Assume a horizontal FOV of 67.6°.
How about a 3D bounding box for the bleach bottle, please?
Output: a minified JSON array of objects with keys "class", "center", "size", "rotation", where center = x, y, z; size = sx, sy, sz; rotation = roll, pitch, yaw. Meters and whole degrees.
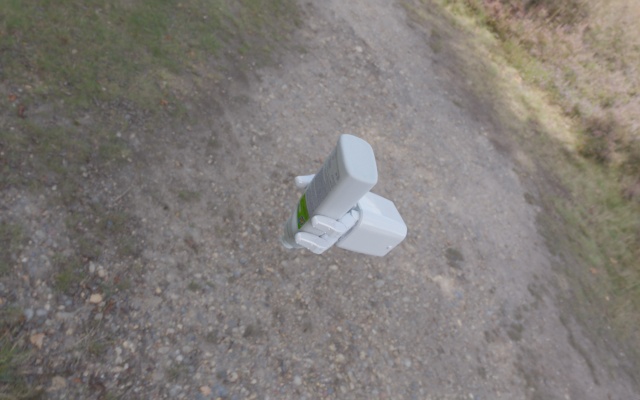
[{"class":"bleach bottle","center":[0.000,0.003,0.841],"size":[0.068,0.102,0.251],"rotation":[17,-43,-27]}]
